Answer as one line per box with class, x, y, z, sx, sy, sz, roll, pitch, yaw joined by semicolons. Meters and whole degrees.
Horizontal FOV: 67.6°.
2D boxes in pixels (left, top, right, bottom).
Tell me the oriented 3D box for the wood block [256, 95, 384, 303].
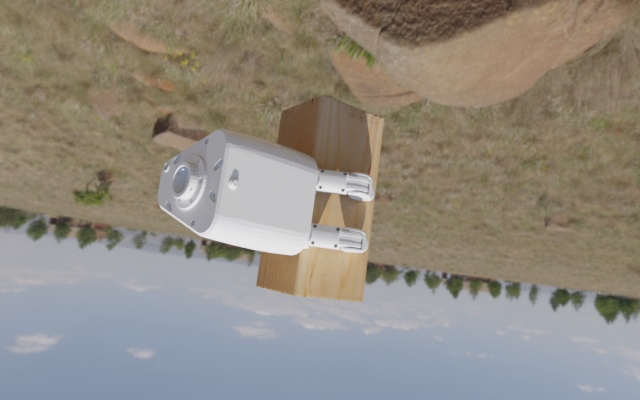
wood block;0.000;0.002;0.537;0.090;0.206;0.091;13;-9;-33
